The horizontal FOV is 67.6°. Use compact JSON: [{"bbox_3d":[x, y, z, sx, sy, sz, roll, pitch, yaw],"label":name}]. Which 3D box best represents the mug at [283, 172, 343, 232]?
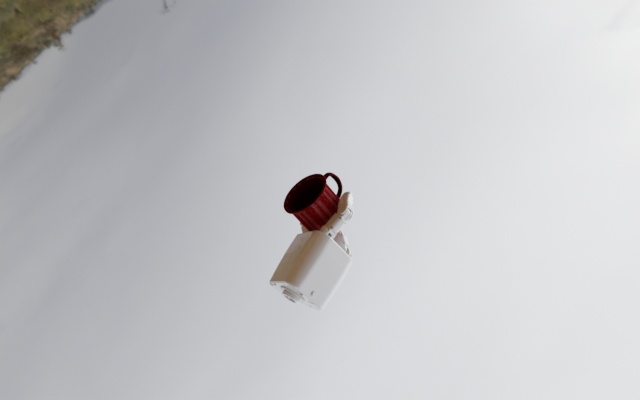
[{"bbox_3d":[0.001,0.002,0.871,0.093,0.117,0.081,7,-34,50],"label":"mug"}]
